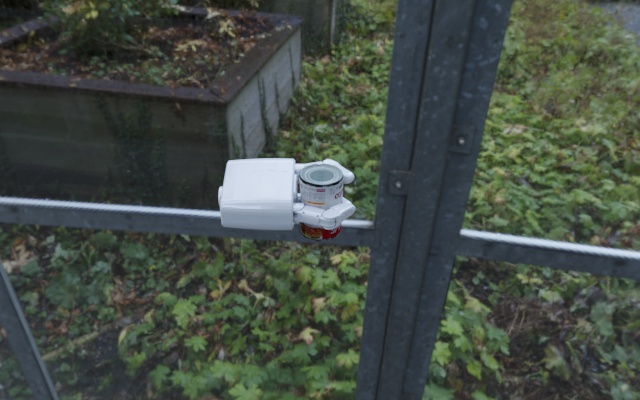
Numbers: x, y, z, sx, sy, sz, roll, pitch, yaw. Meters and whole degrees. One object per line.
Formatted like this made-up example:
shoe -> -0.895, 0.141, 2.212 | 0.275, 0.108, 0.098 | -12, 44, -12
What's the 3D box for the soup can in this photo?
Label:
soup can -> 0.001, 0.002, 0.732 | 0.068, 0.102, 0.068 | 1, 33, -1
